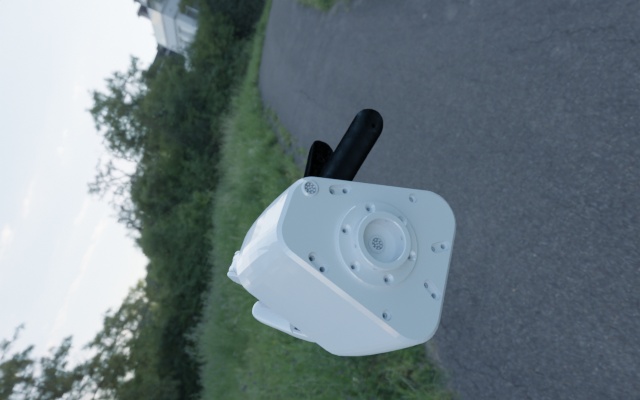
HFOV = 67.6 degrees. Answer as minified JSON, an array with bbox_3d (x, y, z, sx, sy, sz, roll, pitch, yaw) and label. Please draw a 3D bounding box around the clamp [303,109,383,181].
[{"bbox_3d":[-0.001,0.001,0.405,0.039,0.171,0.120,23,-24,-12],"label":"clamp"}]
